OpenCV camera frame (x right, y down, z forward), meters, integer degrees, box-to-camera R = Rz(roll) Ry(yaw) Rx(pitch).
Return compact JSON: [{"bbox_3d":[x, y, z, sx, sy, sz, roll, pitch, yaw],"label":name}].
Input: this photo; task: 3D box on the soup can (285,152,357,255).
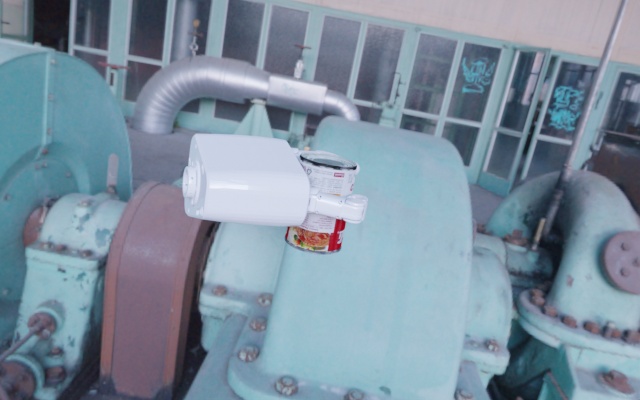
[{"bbox_3d":[0.001,0.002,0.546,0.068,0.102,0.068,10,15,-3],"label":"soup can"}]
